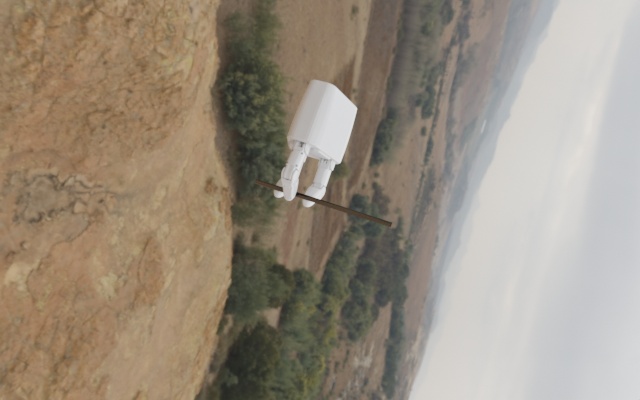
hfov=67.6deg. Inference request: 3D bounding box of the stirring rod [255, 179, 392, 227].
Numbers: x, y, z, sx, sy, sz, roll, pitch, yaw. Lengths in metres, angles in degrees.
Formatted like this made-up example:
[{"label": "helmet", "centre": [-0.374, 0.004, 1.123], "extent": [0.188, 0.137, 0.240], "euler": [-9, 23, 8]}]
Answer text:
[{"label": "stirring rod", "centre": [0.000, 0.002, 0.777], "extent": [0.239, 0.011, 0.011], "euler": [18, 5, 17]}]
